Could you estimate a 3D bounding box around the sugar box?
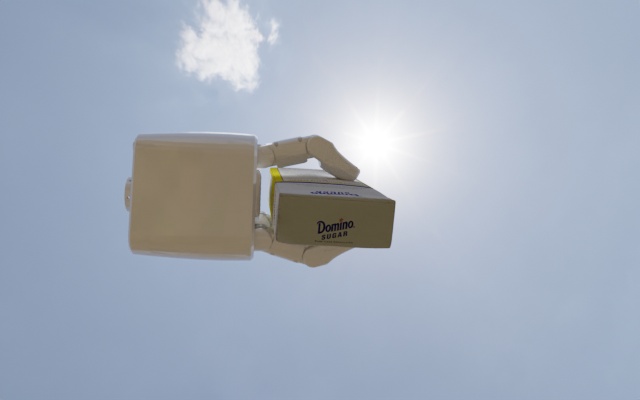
[{"bbox_3d":[0.000,0.002,0.445,0.093,0.048,0.176,4,12,-8],"label":"sugar box"}]
